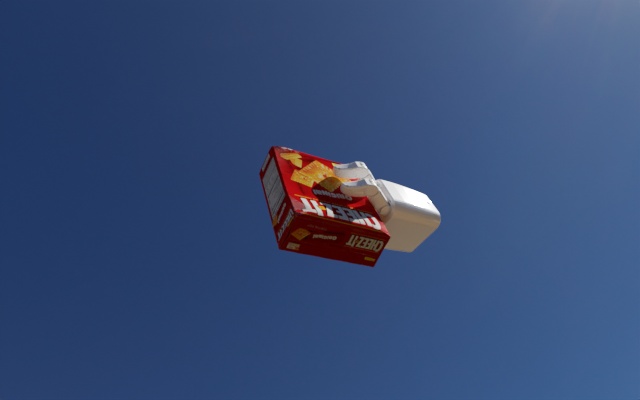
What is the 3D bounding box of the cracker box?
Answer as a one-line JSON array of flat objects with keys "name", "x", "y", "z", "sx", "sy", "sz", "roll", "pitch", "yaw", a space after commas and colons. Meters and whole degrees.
[{"name": "cracker box", "x": 0.000, "y": 0.003, "z": 0.780, "sx": 0.164, "sy": 0.072, "sz": 0.213, "roll": 13, "pitch": 29, "yaw": -24}]
